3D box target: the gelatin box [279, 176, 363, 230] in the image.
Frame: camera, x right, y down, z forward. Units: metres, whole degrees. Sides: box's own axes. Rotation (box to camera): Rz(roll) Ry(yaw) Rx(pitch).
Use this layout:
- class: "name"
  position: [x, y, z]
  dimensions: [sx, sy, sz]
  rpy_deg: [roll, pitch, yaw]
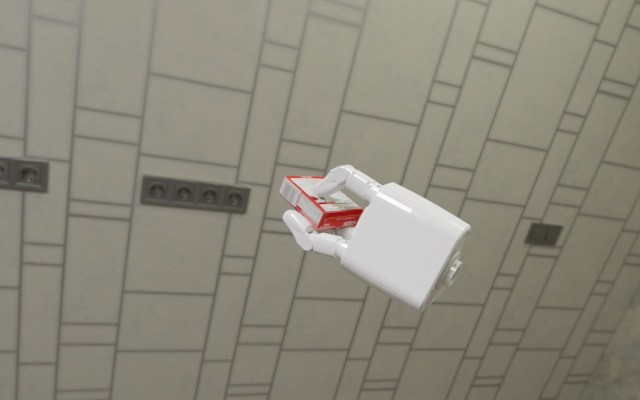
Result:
- class: "gelatin box"
  position: [0.000, 0.001, 0.628]
  dimensions: [0.073, 0.030, 0.089]
  rpy_deg: [-3, 36, -46]
